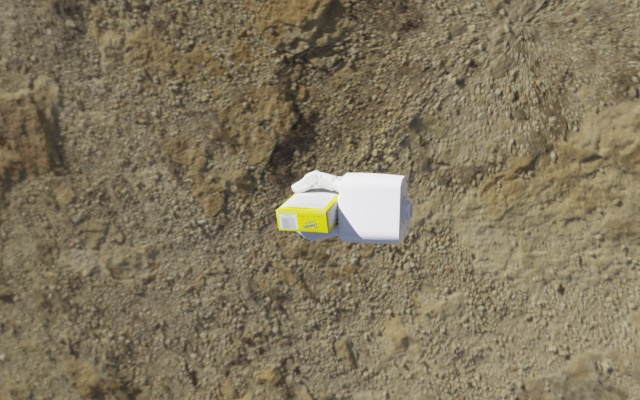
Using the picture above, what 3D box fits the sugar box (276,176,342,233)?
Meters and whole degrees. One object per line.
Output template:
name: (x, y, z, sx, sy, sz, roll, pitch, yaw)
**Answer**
sugar box: (0.000, 0.003, 0.855, 0.093, 0.048, 0.176, 3, 20, 22)
